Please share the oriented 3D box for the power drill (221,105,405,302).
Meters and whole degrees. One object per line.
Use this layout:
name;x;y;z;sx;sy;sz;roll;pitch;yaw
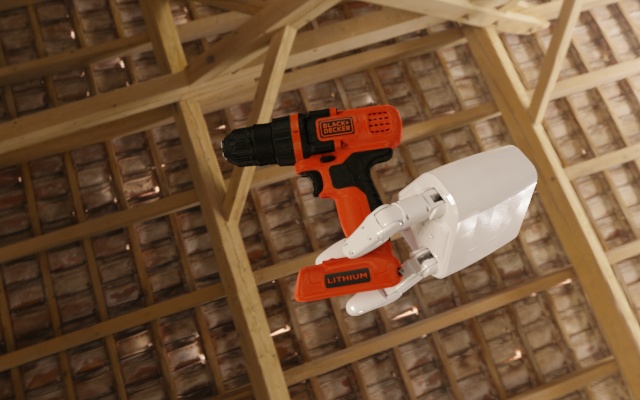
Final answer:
power drill;0.000;0.002;0.473;0.184;0.187;0.057;-9;-8;3
